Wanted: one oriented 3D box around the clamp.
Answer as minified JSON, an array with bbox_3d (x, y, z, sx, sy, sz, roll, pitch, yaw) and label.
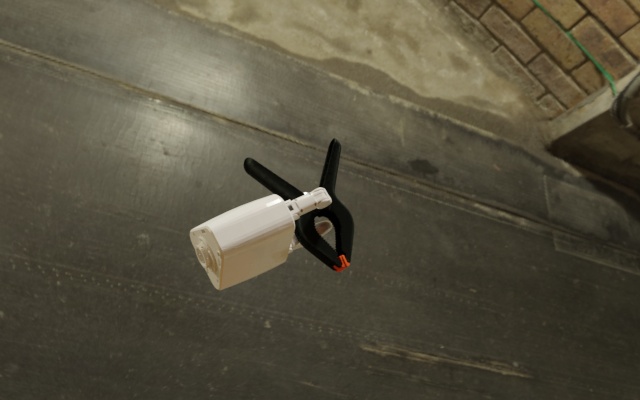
[{"bbox_3d":[0.000,0.003,0.719,0.164,0.210,0.036,-24,-12,-28],"label":"clamp"}]
